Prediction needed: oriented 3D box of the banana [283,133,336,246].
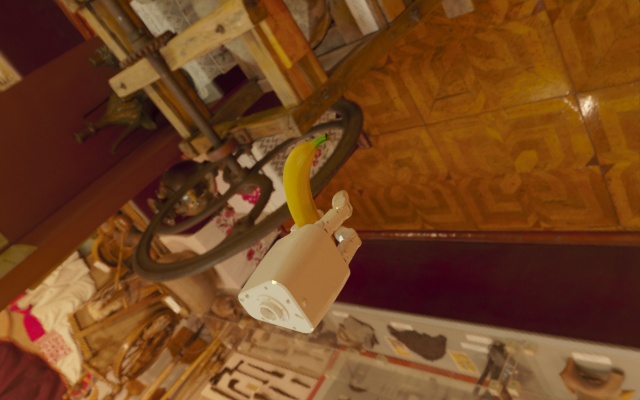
[{"bbox_3d":[-0.017,-0.003,0.686,0.069,0.198,0.037,9,36,20],"label":"banana"}]
